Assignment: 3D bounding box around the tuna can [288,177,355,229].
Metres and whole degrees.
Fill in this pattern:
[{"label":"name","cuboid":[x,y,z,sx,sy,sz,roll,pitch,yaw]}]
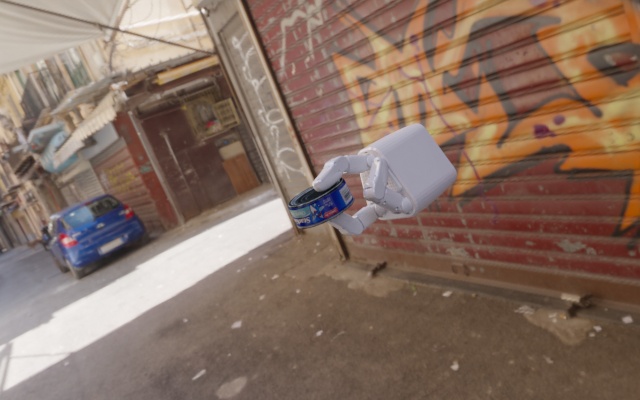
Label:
[{"label":"tuna can","cuboid":[0.000,0.002,0.641,0.086,0.034,0.086,-25,14,7]}]
